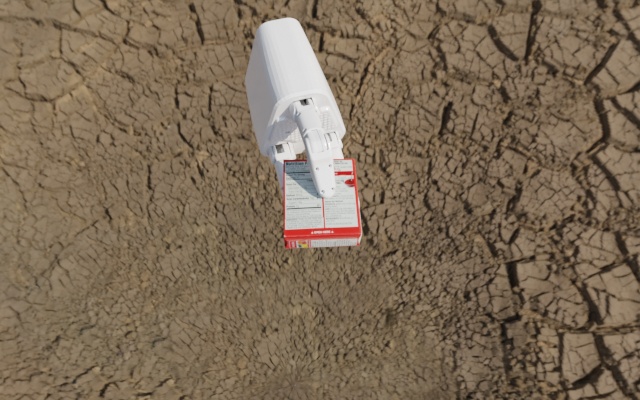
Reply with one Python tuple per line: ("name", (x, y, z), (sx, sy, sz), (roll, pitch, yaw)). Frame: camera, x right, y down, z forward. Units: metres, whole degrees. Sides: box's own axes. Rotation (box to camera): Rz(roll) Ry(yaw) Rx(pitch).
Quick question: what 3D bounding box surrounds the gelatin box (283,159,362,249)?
("gelatin box", (0.000, 0.002, 0.471), (0.073, 0.089, 0.030), (-2, -30, -2))
